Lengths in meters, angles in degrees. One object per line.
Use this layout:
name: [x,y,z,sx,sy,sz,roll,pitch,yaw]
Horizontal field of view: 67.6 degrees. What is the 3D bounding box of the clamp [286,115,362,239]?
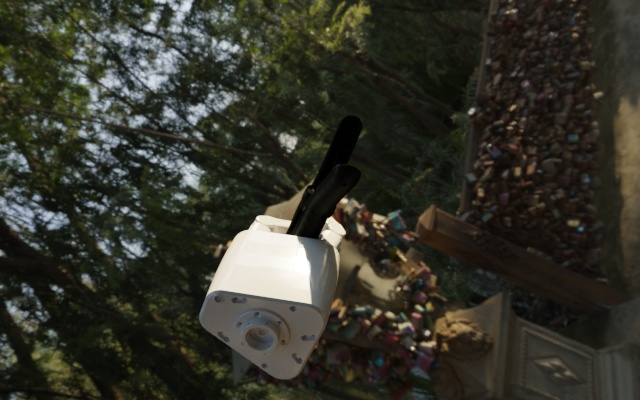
clamp: [-0.001,0.001,0.499,0.039,0.171,0.120,24,25,-4]
